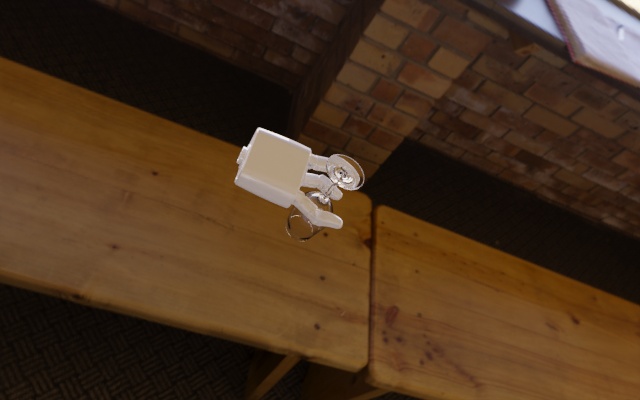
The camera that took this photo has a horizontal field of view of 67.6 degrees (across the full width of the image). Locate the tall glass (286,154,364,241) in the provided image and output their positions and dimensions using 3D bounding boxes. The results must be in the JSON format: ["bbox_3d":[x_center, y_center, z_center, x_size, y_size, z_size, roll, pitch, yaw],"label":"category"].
[{"bbox_3d":[0.001,0.003,0.894,0.079,0.079,0.201,0,-32,-30],"label":"tall glass"}]
